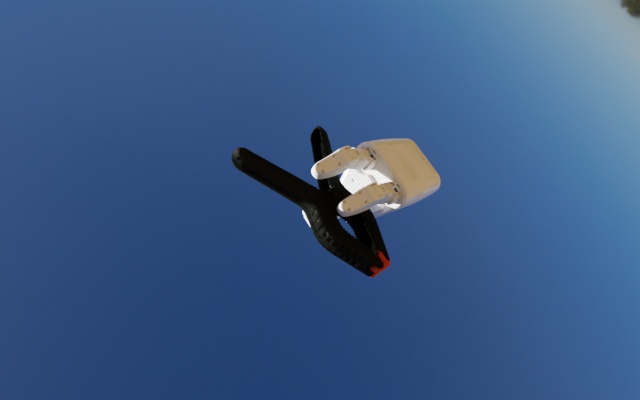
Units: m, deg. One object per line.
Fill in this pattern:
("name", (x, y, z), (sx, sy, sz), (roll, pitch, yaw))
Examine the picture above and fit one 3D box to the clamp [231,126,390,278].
("clamp", (0.000, 0.003, 0.560), (0.164, 0.210, 0.036), (-17, -22, -47))
